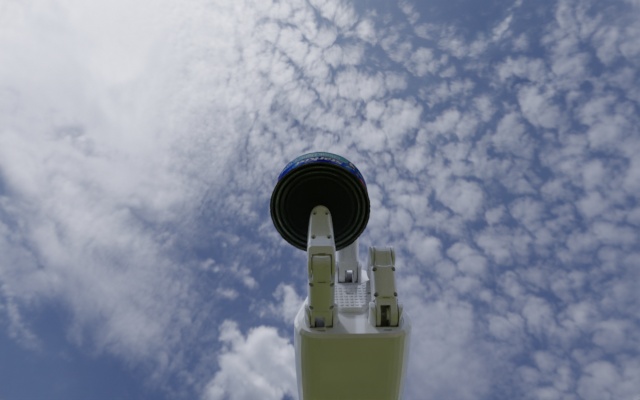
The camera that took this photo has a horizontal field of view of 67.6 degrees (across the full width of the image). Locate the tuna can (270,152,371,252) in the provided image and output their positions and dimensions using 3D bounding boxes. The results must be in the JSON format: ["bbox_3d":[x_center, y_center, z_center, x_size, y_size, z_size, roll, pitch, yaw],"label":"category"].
[{"bbox_3d":[0.000,0.001,0.420,0.086,0.086,0.033,0,24,2],"label":"tuna can"}]
